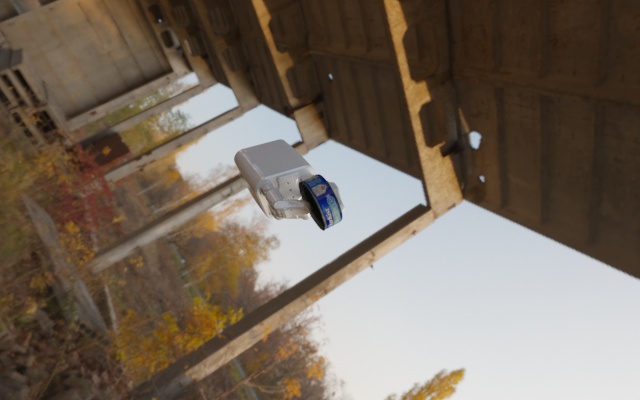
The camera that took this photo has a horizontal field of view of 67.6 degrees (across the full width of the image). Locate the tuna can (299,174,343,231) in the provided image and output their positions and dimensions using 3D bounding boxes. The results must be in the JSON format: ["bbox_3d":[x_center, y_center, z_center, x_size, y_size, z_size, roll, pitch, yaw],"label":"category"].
[{"bbox_3d":[0.001,0.002,0.750,0.034,0.086,0.086,-27,6,-13],"label":"tuna can"}]
